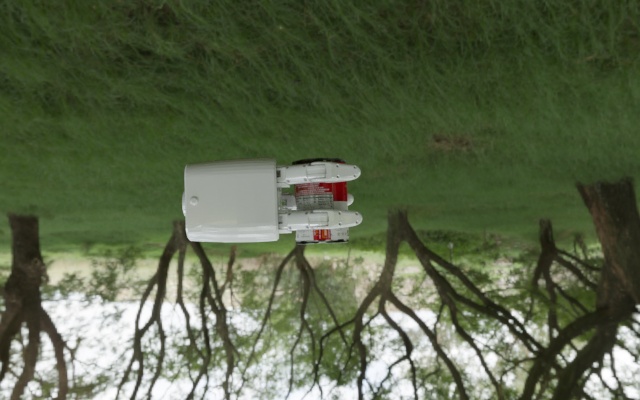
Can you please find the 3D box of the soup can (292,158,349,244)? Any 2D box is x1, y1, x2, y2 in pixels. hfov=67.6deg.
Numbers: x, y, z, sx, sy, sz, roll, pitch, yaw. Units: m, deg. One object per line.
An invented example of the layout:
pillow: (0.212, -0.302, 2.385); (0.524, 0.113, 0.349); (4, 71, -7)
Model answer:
soup can: (0.001, 0.002, 0.594); (0.068, 0.102, 0.068); (-2, -3, 0)
